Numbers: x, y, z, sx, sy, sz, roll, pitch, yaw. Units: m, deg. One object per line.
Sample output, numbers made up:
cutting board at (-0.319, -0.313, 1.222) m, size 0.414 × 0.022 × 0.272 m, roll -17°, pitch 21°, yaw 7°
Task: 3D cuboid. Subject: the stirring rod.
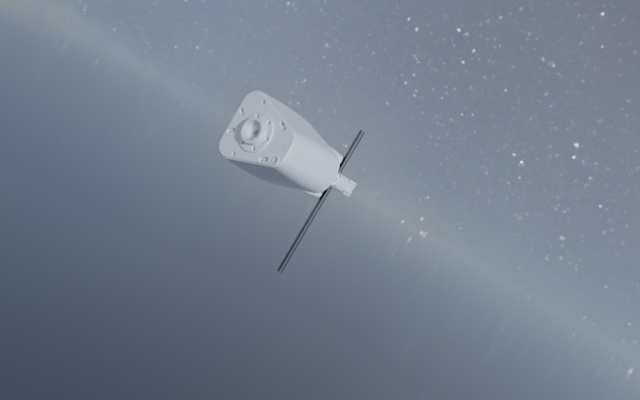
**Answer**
stirring rod at (0.000, 0.002, 0.703) m, size 0.011 × 0.239 × 0.011 m, roll 31°, pitch 3°, yaw -2°
